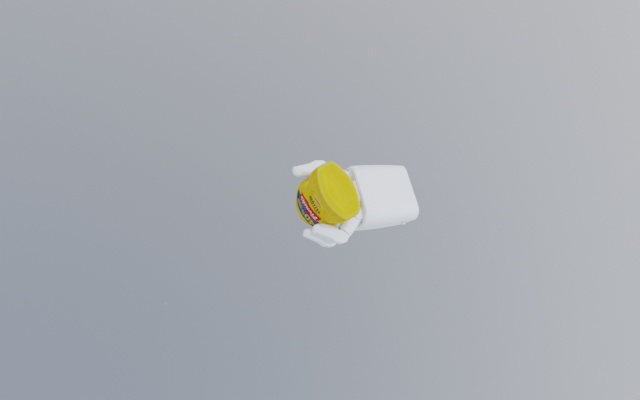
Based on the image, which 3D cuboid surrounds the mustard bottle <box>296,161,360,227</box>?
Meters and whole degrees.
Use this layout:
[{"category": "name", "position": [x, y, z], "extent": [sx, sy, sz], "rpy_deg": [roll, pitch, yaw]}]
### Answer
[{"category": "mustard bottle", "position": [0.000, 0.003, 0.821], "extent": [0.058, 0.096, 0.192], "rpy_deg": [-30, -1, -21]}]
